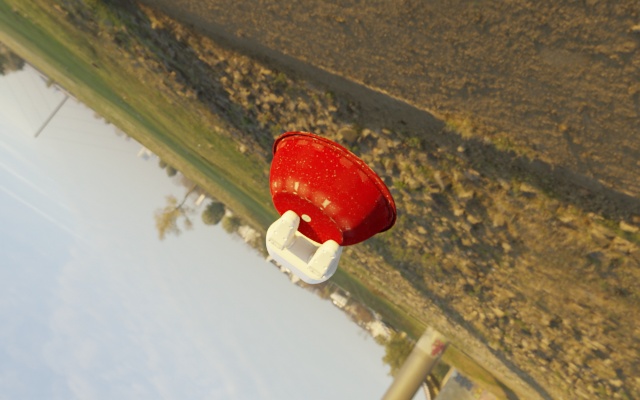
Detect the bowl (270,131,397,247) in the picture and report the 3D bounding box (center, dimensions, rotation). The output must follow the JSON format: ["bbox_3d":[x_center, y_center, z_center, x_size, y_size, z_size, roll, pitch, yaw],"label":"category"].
[{"bbox_3d":[0.000,0.001,0.523,0.162,0.055,0.162,29,-26,16],"label":"bowl"}]
